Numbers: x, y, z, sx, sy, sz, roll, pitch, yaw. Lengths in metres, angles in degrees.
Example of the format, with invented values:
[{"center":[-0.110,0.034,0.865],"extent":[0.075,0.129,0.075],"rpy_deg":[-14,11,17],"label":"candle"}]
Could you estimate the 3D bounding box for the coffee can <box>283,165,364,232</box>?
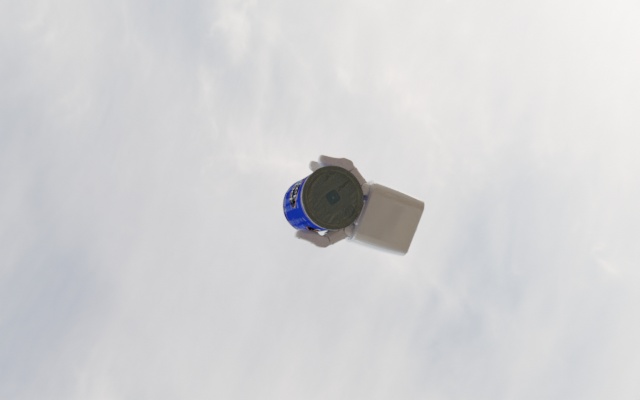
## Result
[{"center":[0.000,0.003,0.814],"extent":[0.103,0.103,0.140],"rpy_deg":[0,-6,-17],"label":"coffee can"}]
